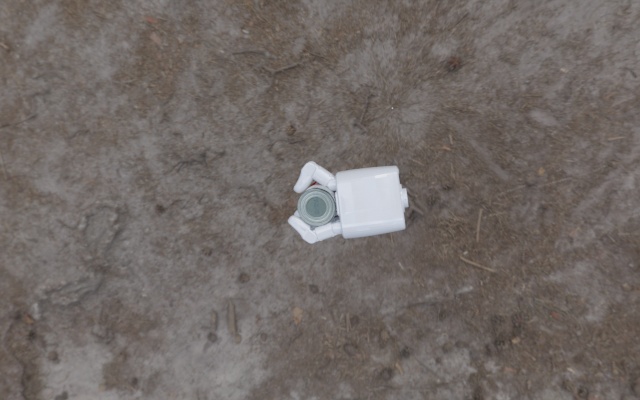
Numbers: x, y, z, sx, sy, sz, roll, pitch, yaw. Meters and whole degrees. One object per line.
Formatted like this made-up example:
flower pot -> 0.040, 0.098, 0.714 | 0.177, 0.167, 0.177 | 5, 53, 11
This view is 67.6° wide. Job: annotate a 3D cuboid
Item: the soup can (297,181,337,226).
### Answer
soup can -> 0.000, 0.003, 0.849 | 0.068, 0.068, 0.102 | 0, 11, 8
